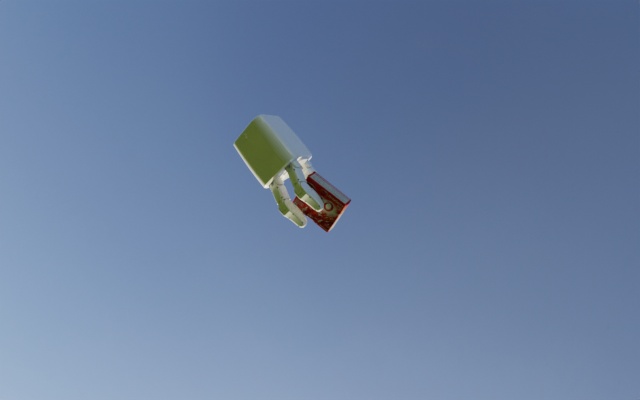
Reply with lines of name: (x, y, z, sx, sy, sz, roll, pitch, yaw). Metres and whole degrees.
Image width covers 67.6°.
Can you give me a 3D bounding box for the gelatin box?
gelatin box: (0.001, 0.003, 0.869, 0.089, 0.073, 0.030, 38, 33, 8)
